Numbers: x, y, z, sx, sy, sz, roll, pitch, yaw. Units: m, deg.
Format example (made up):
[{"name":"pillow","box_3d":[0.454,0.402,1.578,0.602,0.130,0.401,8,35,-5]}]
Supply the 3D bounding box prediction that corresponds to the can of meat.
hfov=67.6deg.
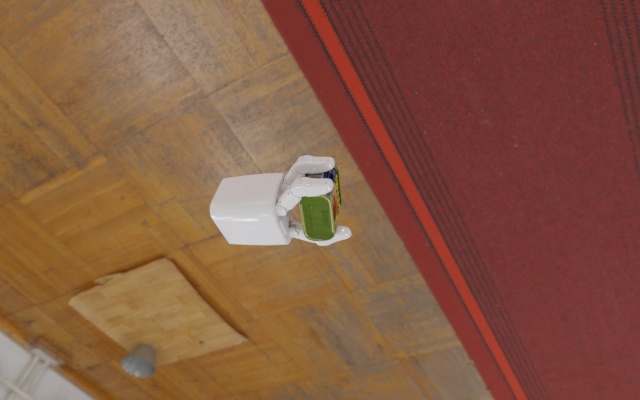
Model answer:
[{"name":"can of meat","box_3d":[0.000,0.003,0.762,0.057,0.102,0.084,0,39,10]}]
